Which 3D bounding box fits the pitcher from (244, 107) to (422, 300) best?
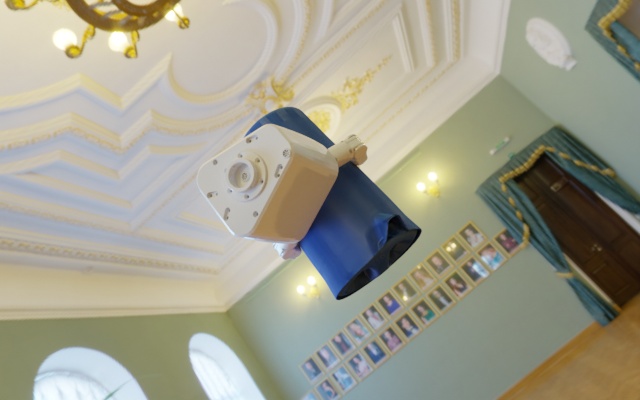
[{"bbox_3d":[0.000,0.002,0.622,0.149,0.242,0.145,-45,-20,14],"label":"pitcher"}]
